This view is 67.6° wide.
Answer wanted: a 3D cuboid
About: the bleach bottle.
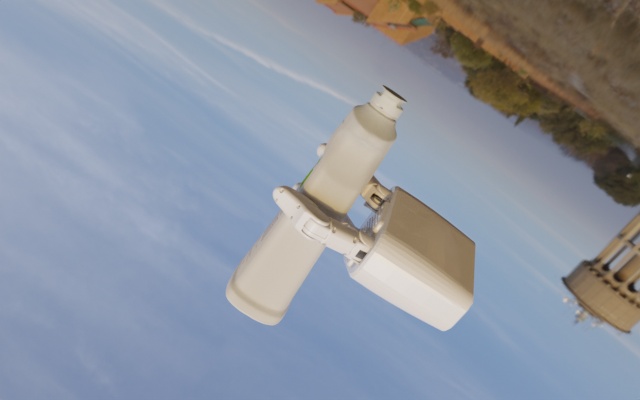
[{"bbox_3d":[0.000,0.002,0.473,0.068,0.251,0.102,33,21,-6],"label":"bleach bottle"}]
